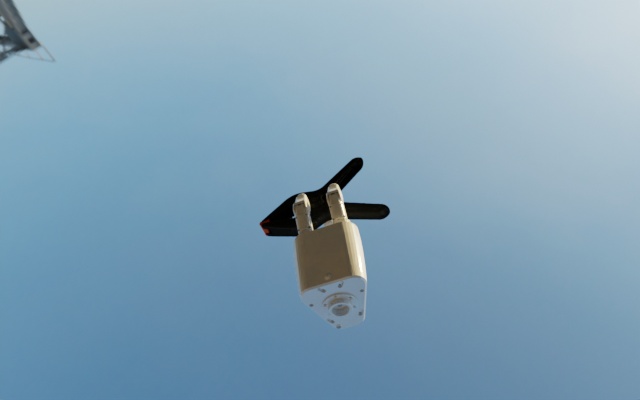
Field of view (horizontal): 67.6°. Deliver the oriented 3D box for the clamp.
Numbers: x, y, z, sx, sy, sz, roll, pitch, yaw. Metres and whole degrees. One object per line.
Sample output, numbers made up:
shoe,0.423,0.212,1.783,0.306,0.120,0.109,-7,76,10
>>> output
clamp,0.000,0.004,0.796,0.210,0.036,0.164,-18,36,8
